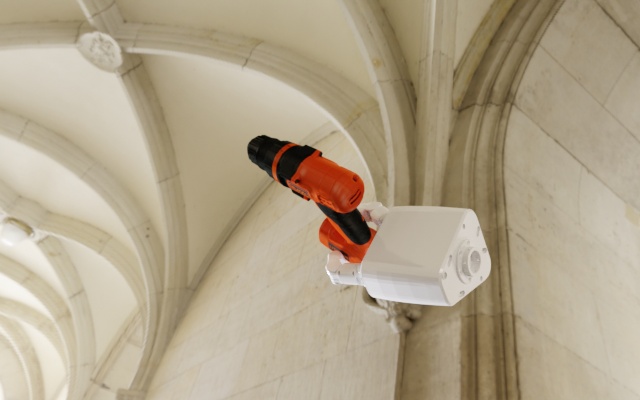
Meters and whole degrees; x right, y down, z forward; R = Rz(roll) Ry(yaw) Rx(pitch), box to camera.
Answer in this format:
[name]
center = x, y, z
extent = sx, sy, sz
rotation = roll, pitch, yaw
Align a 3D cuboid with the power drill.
[power drill]
center = 0.000, 0.002, 0.609
extent = 0.184, 0.057, 0.188
rotation = 30, -16, 41
